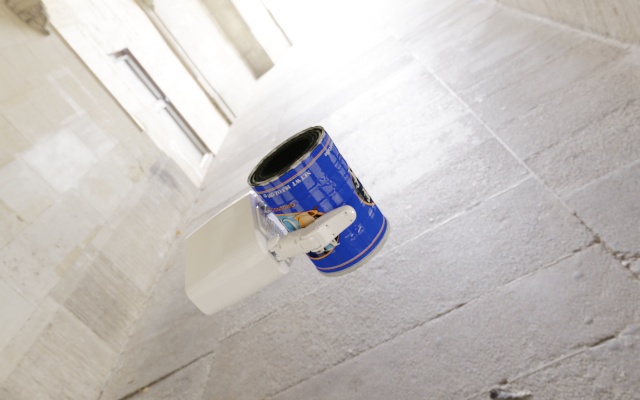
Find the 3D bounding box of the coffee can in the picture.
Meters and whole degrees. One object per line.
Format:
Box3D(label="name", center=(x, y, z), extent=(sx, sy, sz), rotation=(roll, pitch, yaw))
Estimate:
Box3D(label="coffee can", center=(0.000, 0.002, 0.541), extent=(0.103, 0.140, 0.102), rotation=(-31, 23, 14))
